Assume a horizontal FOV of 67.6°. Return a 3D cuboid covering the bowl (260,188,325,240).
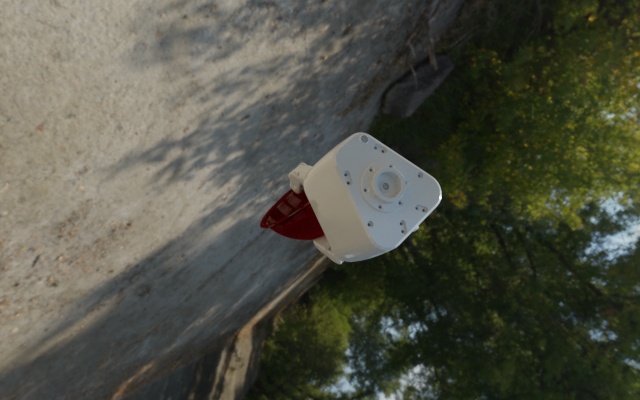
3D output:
[{"bbox_3d":[0.000,0.002,0.626,0.162,0.055,0.162,-36,13,9],"label":"bowl"}]
